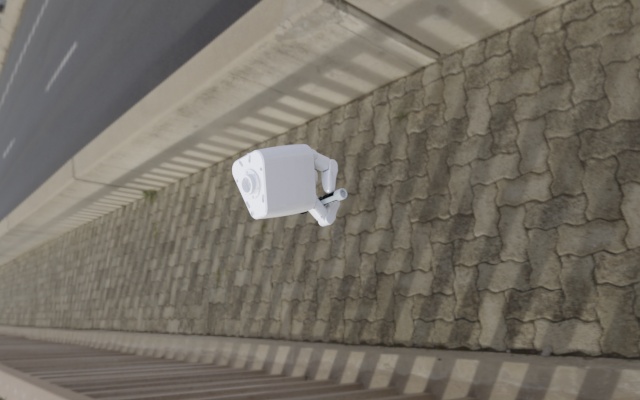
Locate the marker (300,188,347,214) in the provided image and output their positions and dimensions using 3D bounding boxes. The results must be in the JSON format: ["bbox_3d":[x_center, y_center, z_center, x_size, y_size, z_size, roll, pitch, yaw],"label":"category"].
[{"bbox_3d":[0.000,0.003,0.850,0.020,0.020,0.121,0,-14,-42],"label":"marker"}]
